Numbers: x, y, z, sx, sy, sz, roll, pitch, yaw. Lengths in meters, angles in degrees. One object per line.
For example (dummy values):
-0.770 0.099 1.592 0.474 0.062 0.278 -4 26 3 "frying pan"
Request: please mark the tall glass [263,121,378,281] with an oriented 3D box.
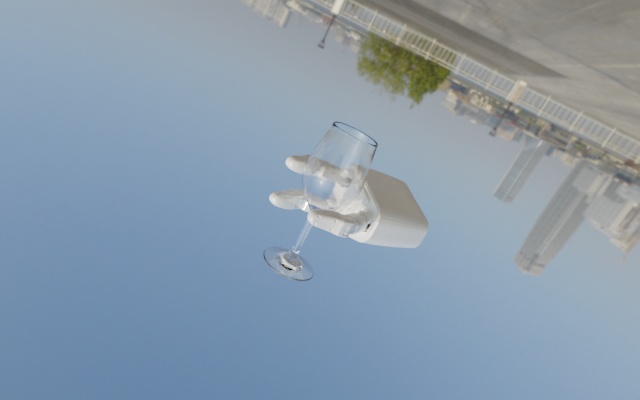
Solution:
0.000 0.003 0.612 0.079 0.201 0.079 24 19 -9 "tall glass"
